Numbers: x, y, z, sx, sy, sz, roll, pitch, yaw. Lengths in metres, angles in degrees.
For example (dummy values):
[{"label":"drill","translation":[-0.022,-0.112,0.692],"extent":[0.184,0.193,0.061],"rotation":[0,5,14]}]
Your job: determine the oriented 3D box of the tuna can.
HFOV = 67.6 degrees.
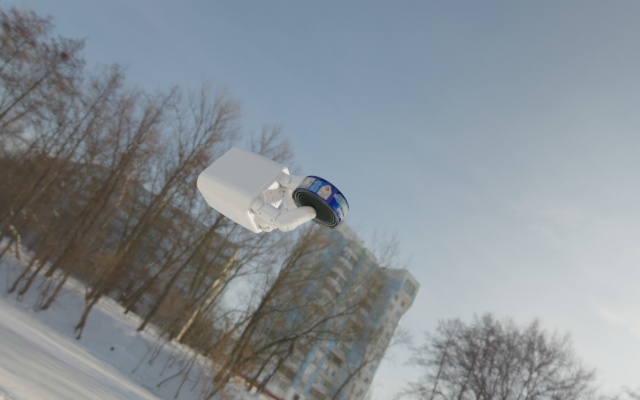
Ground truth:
[{"label":"tuna can","translation":[0.000,0.002,0.724],"extent":[0.086,0.033,0.086],"rotation":[31,-25,16]}]
